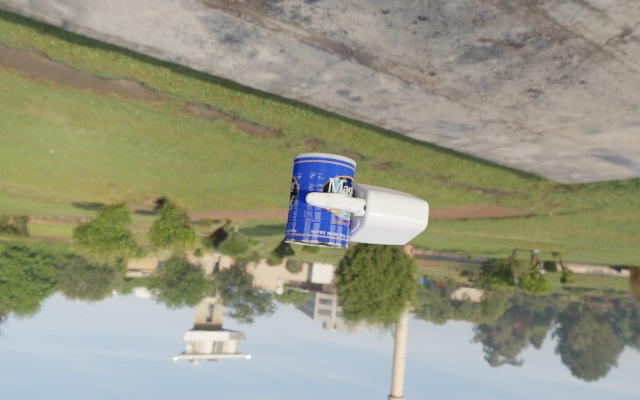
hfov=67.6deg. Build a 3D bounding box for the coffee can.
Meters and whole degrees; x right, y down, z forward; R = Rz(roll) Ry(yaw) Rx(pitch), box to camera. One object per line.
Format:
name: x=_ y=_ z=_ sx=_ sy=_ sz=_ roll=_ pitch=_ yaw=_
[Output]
coffee can: x=0.000 y=0.002 z=0.775 sx=0.103 sy=0.140 sz=0.103 roll=6 pitch=-8 yaw=1
